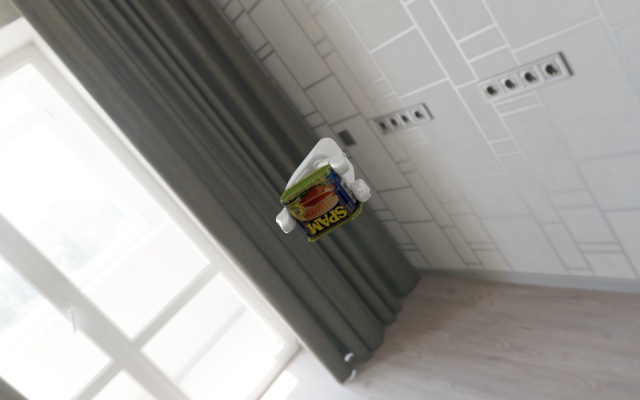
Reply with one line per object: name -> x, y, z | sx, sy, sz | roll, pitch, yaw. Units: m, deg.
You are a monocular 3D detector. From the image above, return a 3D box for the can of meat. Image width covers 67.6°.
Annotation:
can of meat -> 0.000, 0.002, 0.745 | 0.102, 0.084, 0.057 | -31, 17, 22
